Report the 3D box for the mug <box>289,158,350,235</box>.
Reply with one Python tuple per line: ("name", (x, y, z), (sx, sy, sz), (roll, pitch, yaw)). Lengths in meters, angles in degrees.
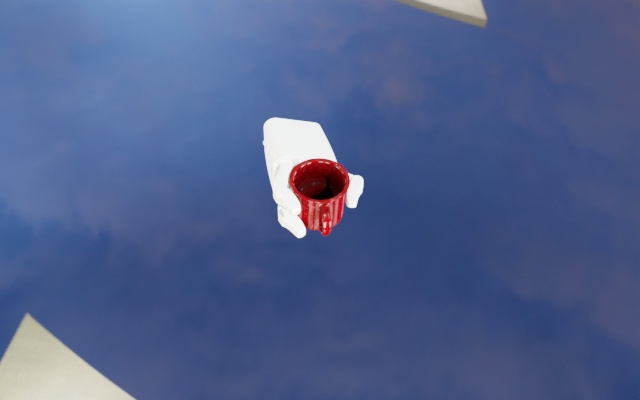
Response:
("mug", (0.001, 0.004, 0.749), (0.093, 0.117, 0.082), (-9, -40, -10))
